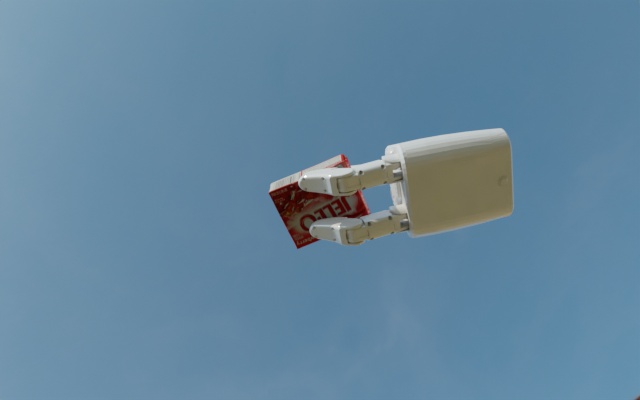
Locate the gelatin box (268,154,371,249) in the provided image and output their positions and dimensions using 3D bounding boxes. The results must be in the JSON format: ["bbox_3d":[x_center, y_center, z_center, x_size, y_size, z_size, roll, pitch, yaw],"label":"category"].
[{"bbox_3d":[0.000,0.002,0.509,0.089,0.073,0.030,-22,21,10],"label":"gelatin box"}]
